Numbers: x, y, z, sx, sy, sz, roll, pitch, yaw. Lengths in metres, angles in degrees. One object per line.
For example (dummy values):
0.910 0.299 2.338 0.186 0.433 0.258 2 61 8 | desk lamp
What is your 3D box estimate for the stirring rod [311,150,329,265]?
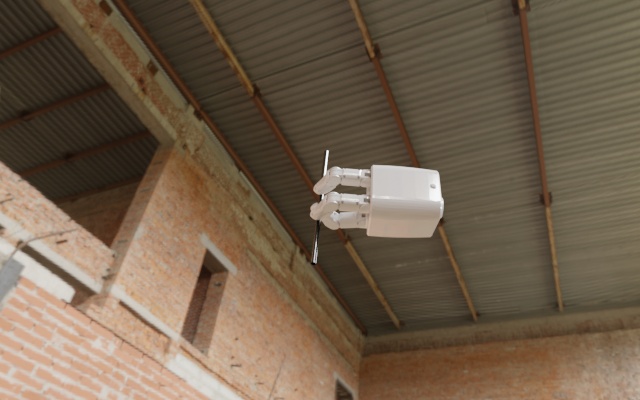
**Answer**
0.000 0.003 0.776 0.011 0.239 0.011 4 -41 3 | stirring rod
